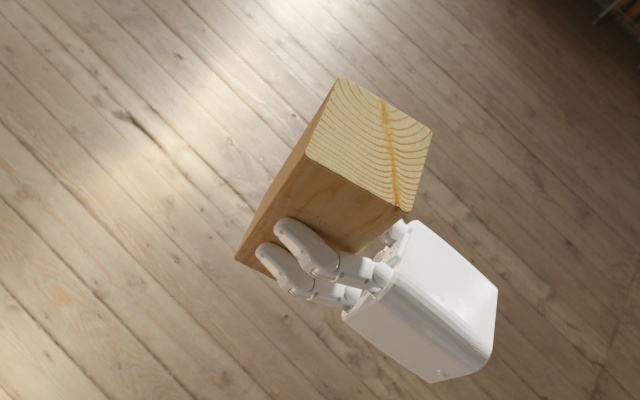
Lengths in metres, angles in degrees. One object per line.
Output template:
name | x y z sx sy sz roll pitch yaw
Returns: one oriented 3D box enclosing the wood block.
wood block | 0.001 0.001 0.438 0.090 0.090 0.206 29 -35 -9
